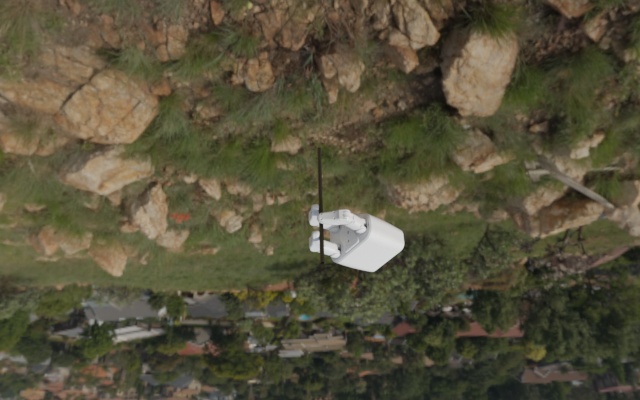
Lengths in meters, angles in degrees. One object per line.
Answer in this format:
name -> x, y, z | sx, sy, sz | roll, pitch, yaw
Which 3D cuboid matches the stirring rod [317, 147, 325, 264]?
stirring rod -> 0.000, 0.003, 0.886 | 0.011, 0.239, 0.011 | -1, -29, -1
